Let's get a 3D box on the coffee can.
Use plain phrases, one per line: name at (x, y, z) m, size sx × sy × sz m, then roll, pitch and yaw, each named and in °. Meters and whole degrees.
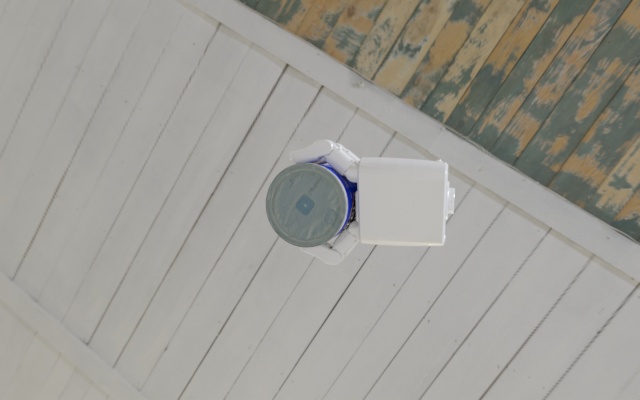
coffee can at (0.000, 0.002, 0.640) m, size 0.103 × 0.103 × 0.140 m, roll 0°, pitch 3°, yaw 16°
